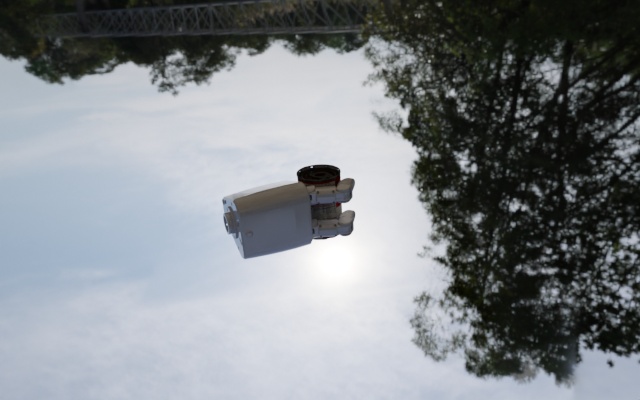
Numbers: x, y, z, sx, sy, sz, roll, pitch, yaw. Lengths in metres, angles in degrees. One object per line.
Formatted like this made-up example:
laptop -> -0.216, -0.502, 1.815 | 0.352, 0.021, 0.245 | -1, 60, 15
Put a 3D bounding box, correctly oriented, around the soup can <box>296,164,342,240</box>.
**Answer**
soup can -> 0.001, 0.003, 0.746 | 0.068, 0.102, 0.068 | -3, 24, 1
